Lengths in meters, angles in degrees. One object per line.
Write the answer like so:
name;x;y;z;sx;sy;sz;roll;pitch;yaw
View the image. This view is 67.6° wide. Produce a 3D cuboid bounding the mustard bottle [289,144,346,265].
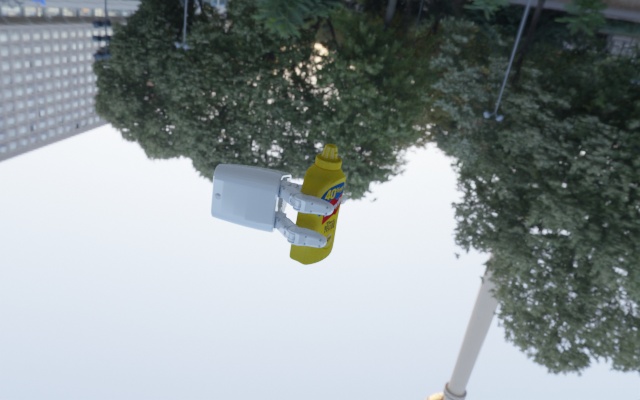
mustard bottle;0.000;0.003;0.765;0.058;0.192;0.096;22;25;27
